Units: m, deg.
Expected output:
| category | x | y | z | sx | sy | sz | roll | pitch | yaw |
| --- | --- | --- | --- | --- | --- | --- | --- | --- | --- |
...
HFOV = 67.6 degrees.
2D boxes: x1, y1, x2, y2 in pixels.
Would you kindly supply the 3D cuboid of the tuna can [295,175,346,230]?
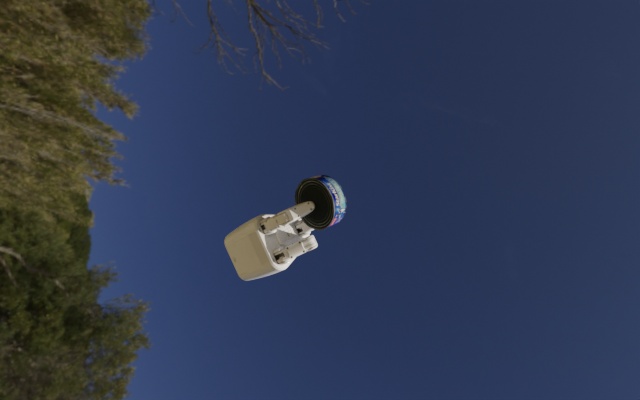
| category | x | y | z | sx | sy | sz | roll | pitch | yaw |
| --- | --- | --- | --- | --- | --- | --- | --- | --- | --- |
| tuna can | 0.001 | 0.002 | 0.771 | 0.086 | 0.086 | 0.033 | 0 | 14 | 44 |
